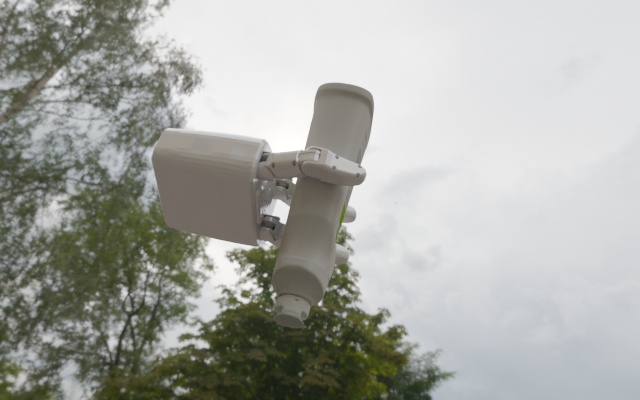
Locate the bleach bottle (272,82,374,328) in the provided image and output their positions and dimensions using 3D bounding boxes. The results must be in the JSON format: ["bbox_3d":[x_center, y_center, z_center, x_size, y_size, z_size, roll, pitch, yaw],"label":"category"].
[{"bbox_3d":[0.000,0.002,0.481,0.068,0.250,0.103,10,-35,8],"label":"bleach bottle"}]
